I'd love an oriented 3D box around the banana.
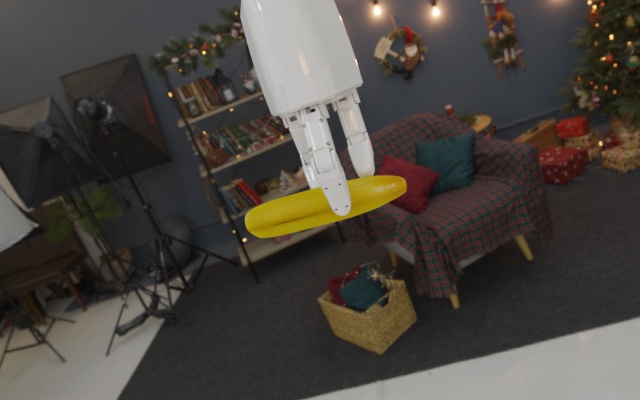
[{"bbox_3d":[-0.012,0.007,0.483,0.198,0.037,0.069,-15,7,35],"label":"banana"}]
